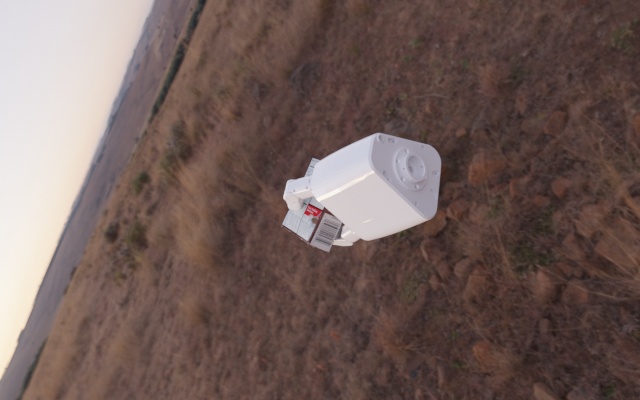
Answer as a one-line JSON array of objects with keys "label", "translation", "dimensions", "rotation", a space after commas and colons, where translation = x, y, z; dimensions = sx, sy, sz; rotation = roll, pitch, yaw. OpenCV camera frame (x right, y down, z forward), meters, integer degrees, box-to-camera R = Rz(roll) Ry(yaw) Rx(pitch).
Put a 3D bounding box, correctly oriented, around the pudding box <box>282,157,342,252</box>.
[{"label": "pudding box", "translation": [0.000, 0.002, 0.647], "dimensions": [0.039, 0.113, 0.090], "rotation": [26, 0, -30]}]
